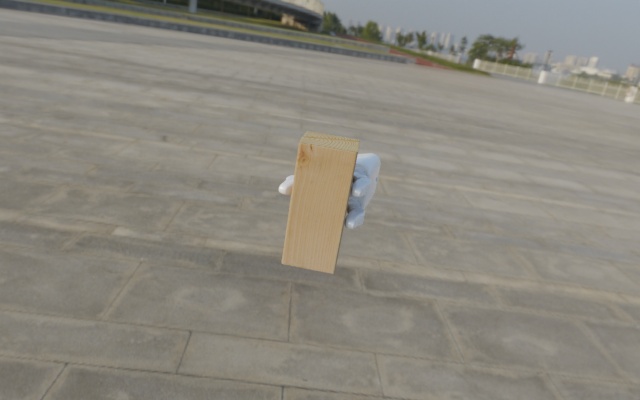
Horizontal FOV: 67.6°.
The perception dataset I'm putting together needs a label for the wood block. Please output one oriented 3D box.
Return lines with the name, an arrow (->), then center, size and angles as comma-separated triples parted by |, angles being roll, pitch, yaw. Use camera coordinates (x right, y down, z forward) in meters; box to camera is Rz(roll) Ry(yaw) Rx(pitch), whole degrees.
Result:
wood block -> 0.000, 0.002, 0.778 | 0.091, 0.206, 0.090 | 11, 20, 3
